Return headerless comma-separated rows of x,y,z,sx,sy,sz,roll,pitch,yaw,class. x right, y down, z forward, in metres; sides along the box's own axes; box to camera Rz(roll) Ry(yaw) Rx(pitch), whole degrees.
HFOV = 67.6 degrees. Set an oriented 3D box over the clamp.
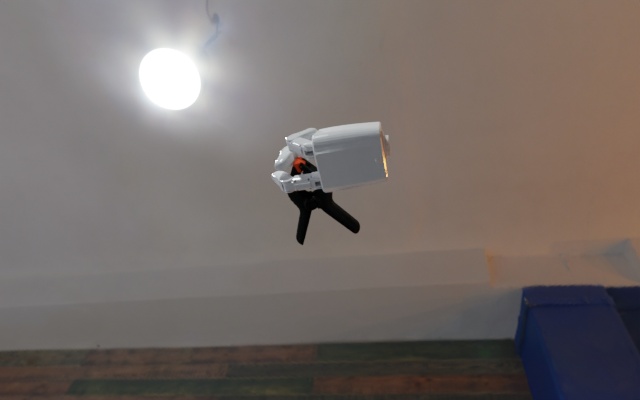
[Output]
0.000,0.002,0.832,0.120,0.172,0.039,-9,32,8,clamp
